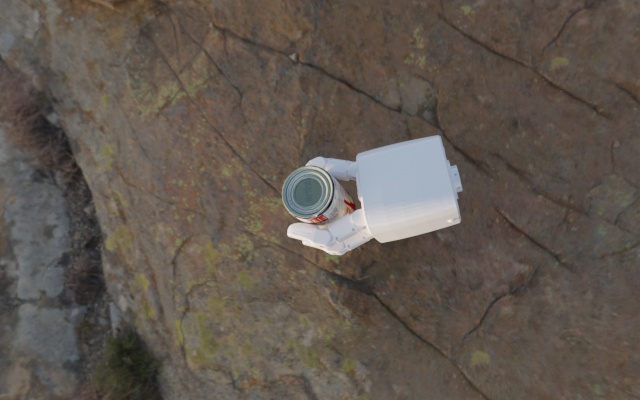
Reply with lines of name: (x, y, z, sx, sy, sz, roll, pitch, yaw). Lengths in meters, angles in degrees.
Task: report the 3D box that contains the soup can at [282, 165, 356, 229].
soup can: (0.000, 0.002, 0.608, 0.068, 0.068, 0.102, 0, -14, 19)
